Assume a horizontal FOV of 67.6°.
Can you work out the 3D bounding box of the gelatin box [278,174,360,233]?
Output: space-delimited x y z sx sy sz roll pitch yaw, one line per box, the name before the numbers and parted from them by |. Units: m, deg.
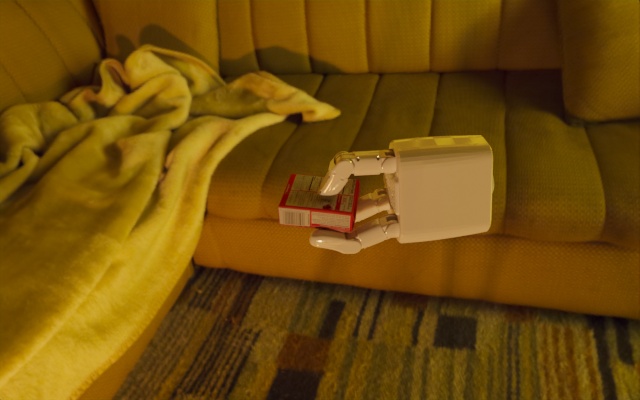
gelatin box | 0.000 0.001 0.570 0.089 0.030 0.073 6 36 6
